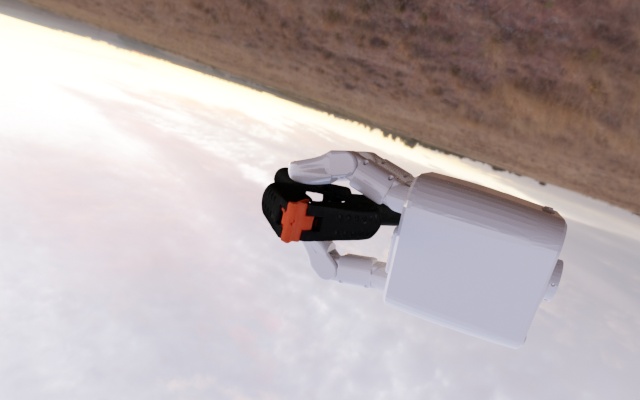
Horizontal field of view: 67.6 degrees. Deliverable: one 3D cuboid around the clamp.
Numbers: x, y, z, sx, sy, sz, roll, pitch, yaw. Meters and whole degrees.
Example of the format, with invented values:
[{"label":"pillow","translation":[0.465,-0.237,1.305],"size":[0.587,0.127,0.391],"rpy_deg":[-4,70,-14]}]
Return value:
[{"label":"clamp","translation":[0.000,0.002,0.408],"size":[0.164,0.036,0.210],"rpy_deg":[15,9,20]}]
